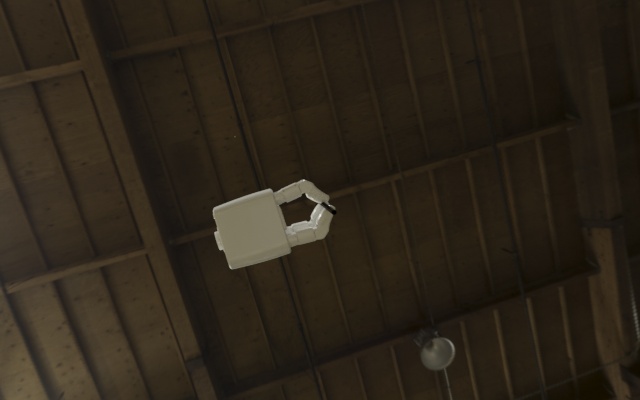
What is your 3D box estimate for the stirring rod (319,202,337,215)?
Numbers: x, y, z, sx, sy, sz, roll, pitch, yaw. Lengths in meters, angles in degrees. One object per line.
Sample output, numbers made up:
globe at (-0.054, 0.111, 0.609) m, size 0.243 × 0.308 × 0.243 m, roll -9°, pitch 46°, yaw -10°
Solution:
stirring rod at (0.000, 0.003, 0.856) m, size 0.011 × 0.011 × 0.239 m, roll 0°, pitch 8°, yaw -10°
